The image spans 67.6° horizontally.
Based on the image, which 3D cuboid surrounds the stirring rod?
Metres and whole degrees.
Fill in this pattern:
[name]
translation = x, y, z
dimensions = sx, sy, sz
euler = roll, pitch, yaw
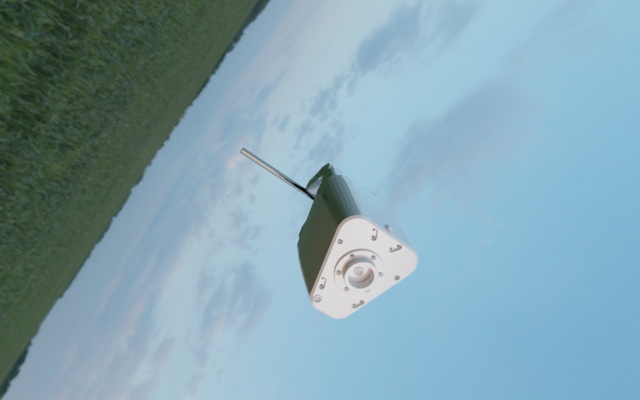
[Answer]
[stirring rod]
translation = 0.000, 0.002, 0.613
dimensions = 0.239, 0.011, 0.011
euler = 34, -12, -19
